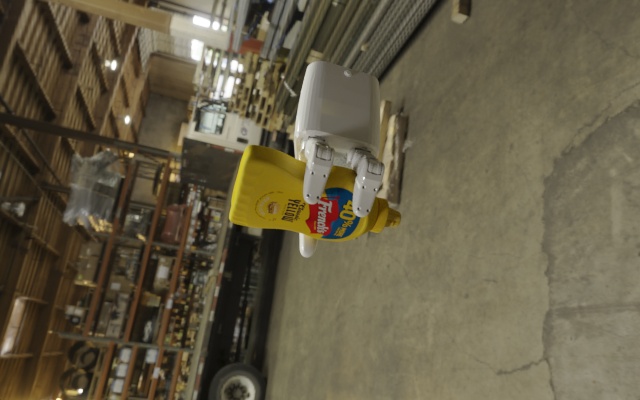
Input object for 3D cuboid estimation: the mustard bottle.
[{"bbox_3d":[0.000,0.002,0.537,0.191,0.096,0.058,12,39,-14],"label":"mustard bottle"}]
